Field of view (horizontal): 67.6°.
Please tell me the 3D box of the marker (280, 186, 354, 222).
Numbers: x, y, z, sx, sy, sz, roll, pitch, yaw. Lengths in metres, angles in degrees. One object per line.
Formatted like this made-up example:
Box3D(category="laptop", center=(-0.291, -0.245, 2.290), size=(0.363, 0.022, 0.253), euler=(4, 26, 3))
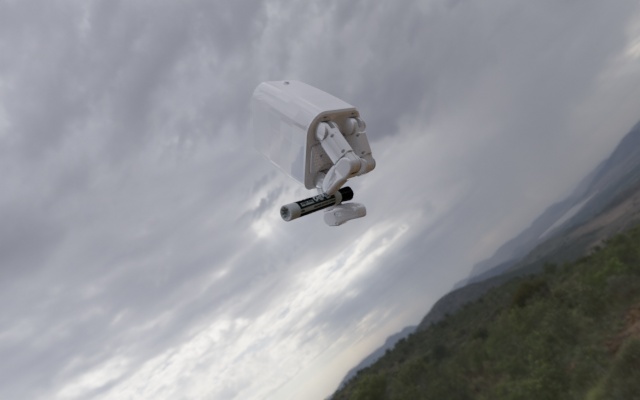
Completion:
Box3D(category="marker", center=(0.000, 0.002, 0.563), size=(0.020, 0.020, 0.121), euler=(0, 12, 40))
